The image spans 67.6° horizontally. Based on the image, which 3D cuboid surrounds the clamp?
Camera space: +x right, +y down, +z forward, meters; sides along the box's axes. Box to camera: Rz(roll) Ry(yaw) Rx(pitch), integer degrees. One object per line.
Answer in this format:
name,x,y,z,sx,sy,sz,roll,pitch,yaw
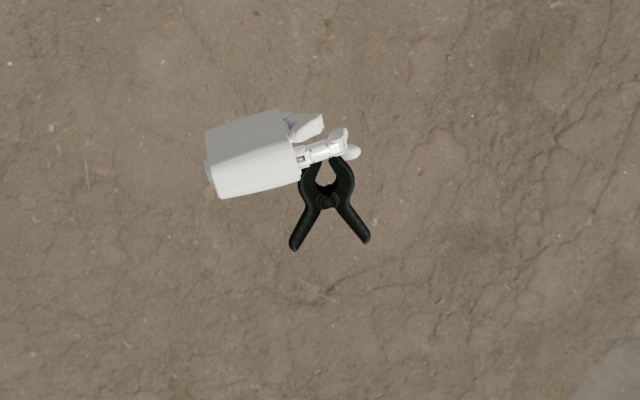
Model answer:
clamp,0.000,0.002,0.670,0.120,0.171,0.039,-16,26,-4
